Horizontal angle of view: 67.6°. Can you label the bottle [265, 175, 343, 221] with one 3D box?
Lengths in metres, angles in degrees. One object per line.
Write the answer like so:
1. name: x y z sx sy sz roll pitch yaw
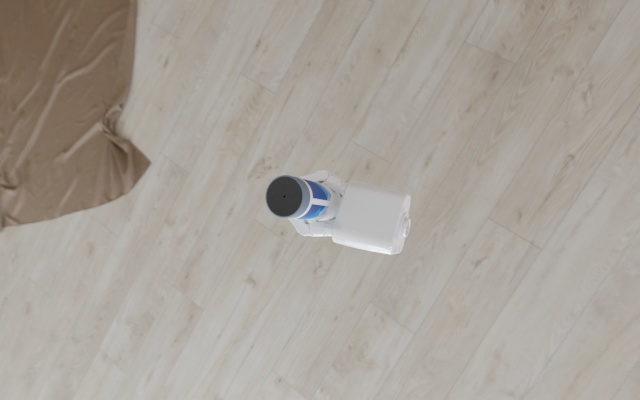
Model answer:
1. bottle: 0.000 0.003 0.866 0.069 0.069 0.296 0 -3 22
